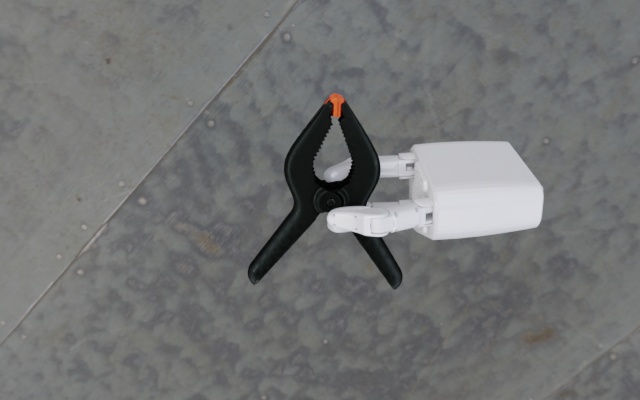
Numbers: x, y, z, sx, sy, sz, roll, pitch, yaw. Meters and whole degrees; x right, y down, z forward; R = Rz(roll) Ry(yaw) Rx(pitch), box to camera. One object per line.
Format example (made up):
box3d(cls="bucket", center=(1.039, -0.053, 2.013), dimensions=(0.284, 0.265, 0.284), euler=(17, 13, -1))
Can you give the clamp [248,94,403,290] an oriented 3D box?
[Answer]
box3d(cls="clamp", center=(0.000, 0.001, 0.481), dimensions=(0.164, 0.210, 0.036), euler=(-4, 20, -1))
